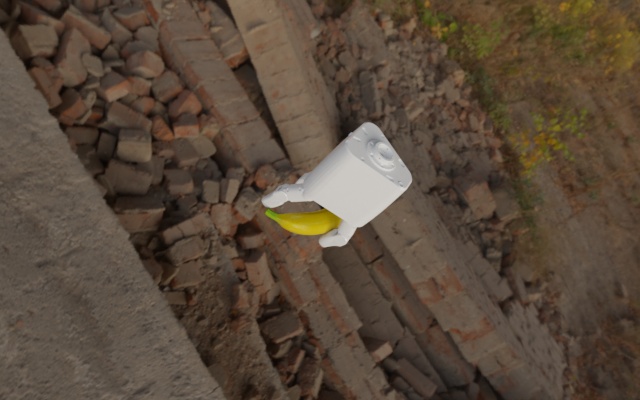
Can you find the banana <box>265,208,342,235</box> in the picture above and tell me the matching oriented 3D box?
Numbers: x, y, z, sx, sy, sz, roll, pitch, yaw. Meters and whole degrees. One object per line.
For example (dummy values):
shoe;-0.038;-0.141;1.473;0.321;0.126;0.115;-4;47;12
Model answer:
banana;0.007;0.019;0.784;0.198;0.069;0.037;-14;-23;-42
